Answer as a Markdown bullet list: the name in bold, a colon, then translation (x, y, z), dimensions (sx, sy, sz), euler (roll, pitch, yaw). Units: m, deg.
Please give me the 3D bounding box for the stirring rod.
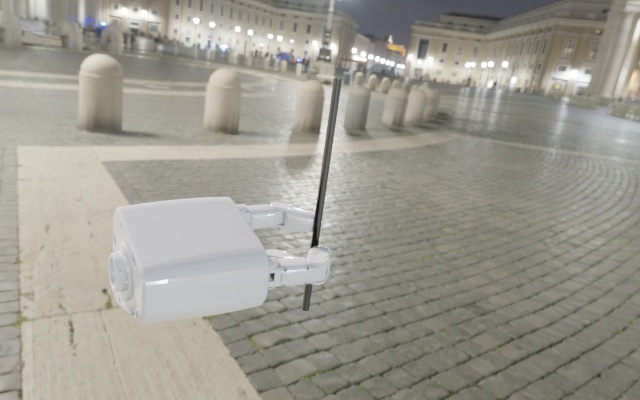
- **stirring rod**: translation (0.000, 0.002, 0.475), dimensions (0.011, 0.239, 0.011), euler (7, 16, -2)
